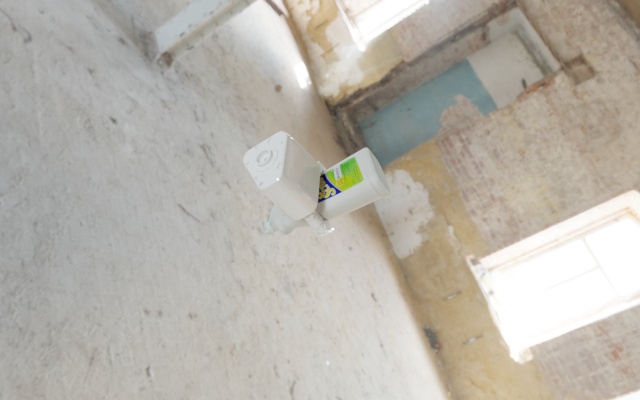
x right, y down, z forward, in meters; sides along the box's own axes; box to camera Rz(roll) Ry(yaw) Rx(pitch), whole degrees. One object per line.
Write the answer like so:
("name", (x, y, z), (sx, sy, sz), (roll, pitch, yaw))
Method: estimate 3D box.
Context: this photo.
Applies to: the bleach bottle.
("bleach bottle", (0.000, 0.003, 0.893), (0.251, 0.102, 0.068), (-29, -43, 16))
